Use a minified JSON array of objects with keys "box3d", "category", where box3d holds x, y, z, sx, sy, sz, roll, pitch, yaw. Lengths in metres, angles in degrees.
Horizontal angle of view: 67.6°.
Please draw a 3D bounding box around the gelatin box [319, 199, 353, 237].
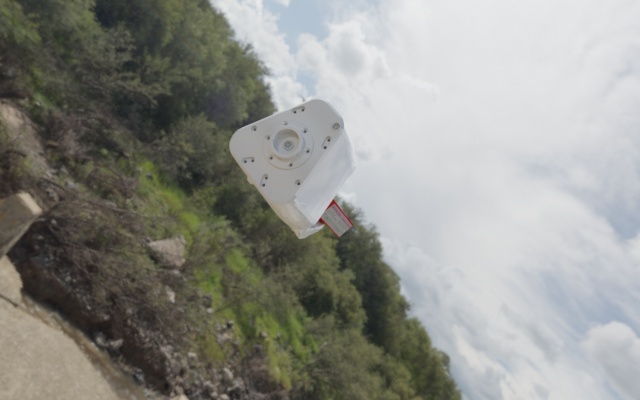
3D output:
[{"box3d":[0.001,0.002,0.619,0.030,0.073,0.089,-41,-29,1],"category":"gelatin box"}]
